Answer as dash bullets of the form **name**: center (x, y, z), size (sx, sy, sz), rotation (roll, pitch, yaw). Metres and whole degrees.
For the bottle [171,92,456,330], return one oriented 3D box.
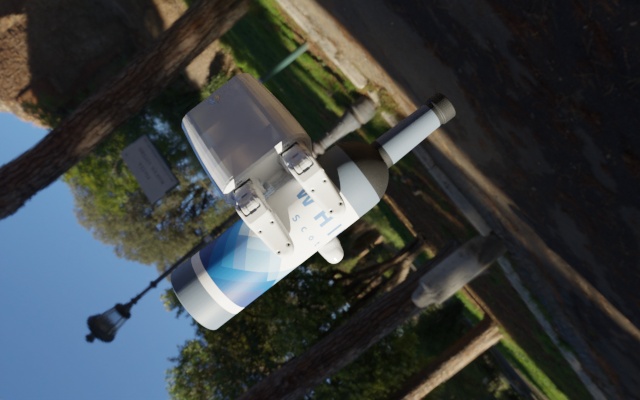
- **bottle**: center (0.000, 0.002, 0.440), size (0.296, 0.069, 0.069), rotation (-38, 0, 0)
